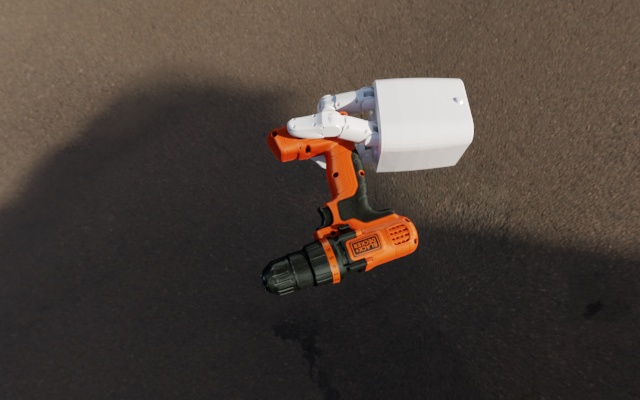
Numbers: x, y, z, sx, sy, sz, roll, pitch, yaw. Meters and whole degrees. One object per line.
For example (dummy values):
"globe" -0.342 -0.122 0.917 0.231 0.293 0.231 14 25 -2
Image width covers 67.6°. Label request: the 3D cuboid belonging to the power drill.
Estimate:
"power drill" 0.000 0.001 0.555 0.184 0.187 0.057 -17 -11 -12
